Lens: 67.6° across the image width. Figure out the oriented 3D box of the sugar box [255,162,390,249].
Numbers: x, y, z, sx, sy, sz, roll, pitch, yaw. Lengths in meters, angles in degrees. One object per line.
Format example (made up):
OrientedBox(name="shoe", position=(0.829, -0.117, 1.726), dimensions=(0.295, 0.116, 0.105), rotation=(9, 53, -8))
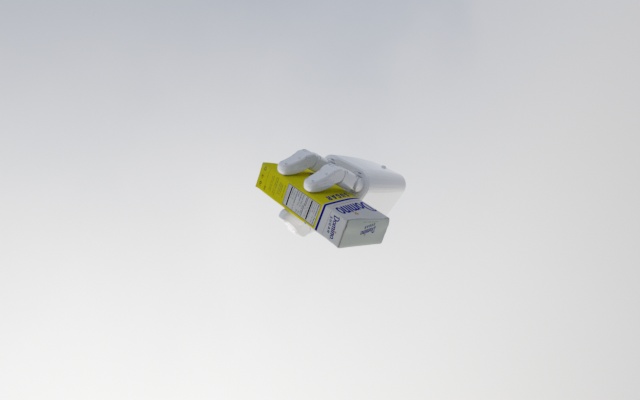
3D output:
OrientedBox(name="sugar box", position=(0.000, 0.002, 0.651), dimensions=(0.176, 0.048, 0.093), rotation=(31, 20, 38))
